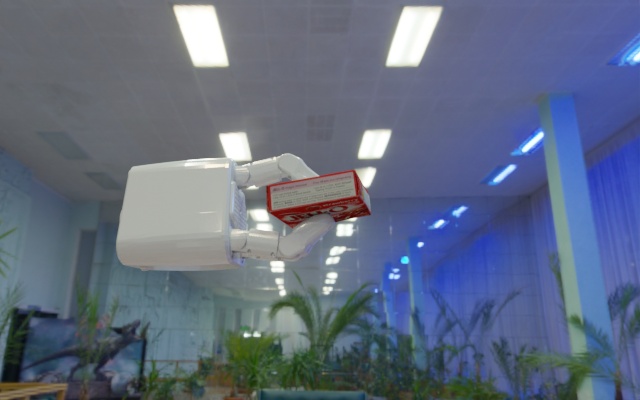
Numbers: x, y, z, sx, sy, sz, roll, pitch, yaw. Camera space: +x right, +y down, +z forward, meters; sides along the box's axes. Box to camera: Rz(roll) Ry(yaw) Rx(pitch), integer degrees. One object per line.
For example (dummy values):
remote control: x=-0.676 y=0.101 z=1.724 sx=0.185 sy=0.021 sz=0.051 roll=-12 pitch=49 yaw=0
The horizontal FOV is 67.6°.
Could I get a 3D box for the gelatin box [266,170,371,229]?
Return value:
gelatin box: x=0.000 y=0.001 z=0.468 sx=0.089 sy=0.030 sz=0.073 roll=-11 pitch=-17 yaw=12
